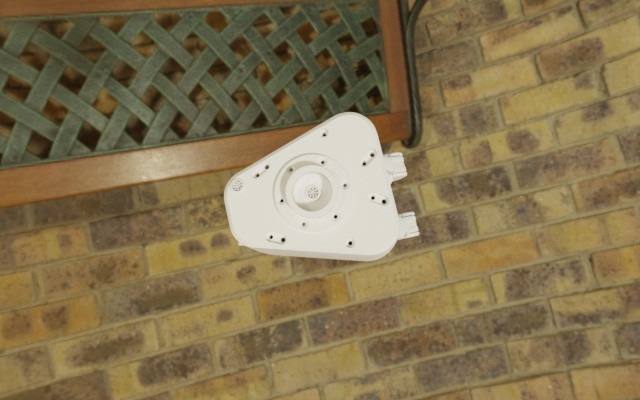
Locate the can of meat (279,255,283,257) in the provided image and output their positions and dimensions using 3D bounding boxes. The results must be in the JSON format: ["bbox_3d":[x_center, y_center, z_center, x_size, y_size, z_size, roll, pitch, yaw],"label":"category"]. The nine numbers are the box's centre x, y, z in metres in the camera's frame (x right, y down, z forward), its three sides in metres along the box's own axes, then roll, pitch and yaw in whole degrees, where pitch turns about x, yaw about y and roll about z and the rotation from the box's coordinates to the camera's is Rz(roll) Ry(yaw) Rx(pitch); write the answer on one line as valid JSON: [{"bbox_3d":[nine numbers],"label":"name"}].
[{"bbox_3d":[0.000,0.002,0.449,0.102,0.084,0.057,-13,-7,0],"label":"can of meat"}]
